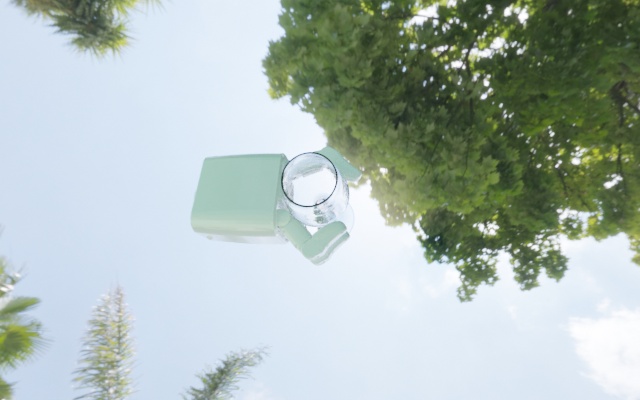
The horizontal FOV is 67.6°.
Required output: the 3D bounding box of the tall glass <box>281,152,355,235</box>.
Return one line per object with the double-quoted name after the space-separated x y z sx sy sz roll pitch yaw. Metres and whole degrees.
0.000 0.002 0.604 0.079 0.079 0.201 0 -15 7 "tall glass"
